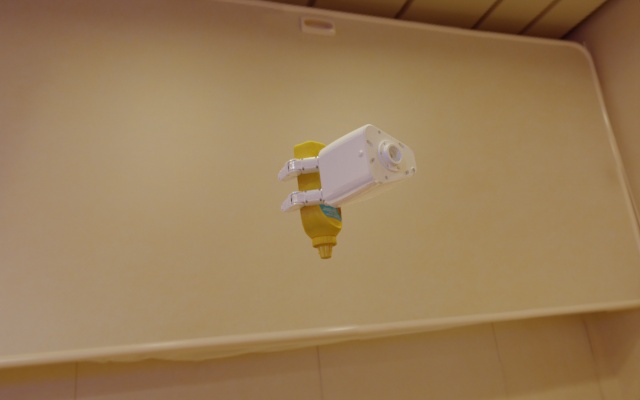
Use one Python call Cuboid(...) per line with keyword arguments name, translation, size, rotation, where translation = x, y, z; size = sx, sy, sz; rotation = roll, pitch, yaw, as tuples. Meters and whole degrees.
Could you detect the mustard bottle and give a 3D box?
Cuboid(name="mustard bottle", translation=(0.000, 0.002, 0.803), size=(0.058, 0.191, 0.096), rotation=(-15, -19, 25))
